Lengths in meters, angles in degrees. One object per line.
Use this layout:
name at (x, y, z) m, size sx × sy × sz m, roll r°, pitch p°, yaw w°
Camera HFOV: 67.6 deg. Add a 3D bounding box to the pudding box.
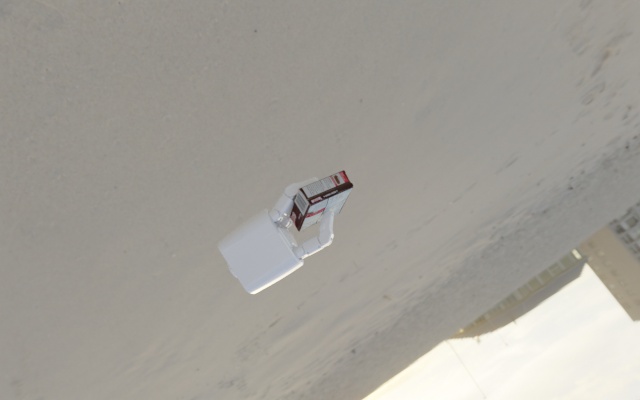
pudding box at (0.000, 0.003, 0.828) m, size 0.090 × 0.039 × 0.113 m, roll -24°, pitch -17°, yaw -23°
